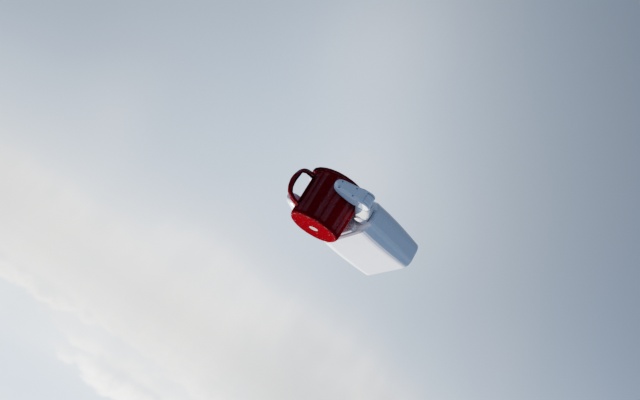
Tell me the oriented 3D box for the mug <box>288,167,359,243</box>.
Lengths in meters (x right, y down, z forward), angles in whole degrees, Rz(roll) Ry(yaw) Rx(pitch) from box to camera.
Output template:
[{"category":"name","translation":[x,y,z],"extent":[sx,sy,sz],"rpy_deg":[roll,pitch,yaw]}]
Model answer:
[{"category":"mug","translation":[-0.001,0.002,0.714],"extent":[0.117,0.081,0.093],"rpy_deg":[41,-22,-23]}]
